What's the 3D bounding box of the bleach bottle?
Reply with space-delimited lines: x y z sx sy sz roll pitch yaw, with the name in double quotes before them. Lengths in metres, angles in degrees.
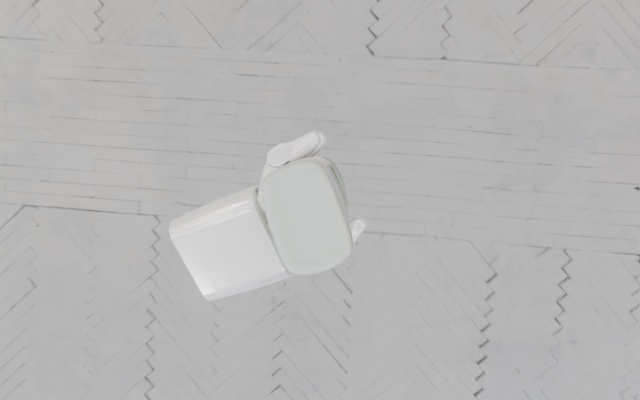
"bleach bottle" 0.000 0.002 0.533 0.068 0.102 0.251 -18 3 8
